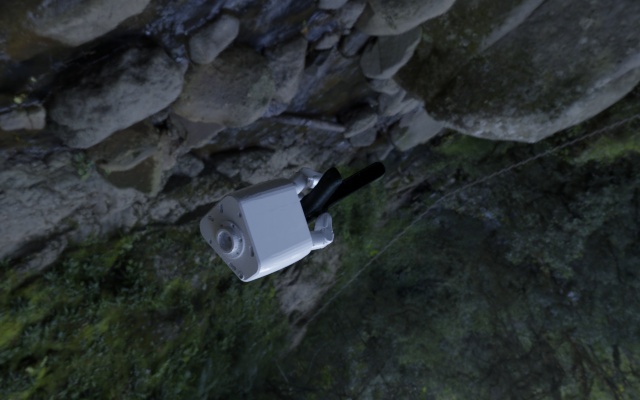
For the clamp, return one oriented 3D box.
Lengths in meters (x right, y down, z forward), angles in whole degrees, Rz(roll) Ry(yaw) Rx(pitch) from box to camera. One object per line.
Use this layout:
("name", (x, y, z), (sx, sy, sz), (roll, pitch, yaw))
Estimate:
("clamp", (0.000, 0.003, 0.744), (0.210, 0.036, 0.164), (-38, -14, 36))
